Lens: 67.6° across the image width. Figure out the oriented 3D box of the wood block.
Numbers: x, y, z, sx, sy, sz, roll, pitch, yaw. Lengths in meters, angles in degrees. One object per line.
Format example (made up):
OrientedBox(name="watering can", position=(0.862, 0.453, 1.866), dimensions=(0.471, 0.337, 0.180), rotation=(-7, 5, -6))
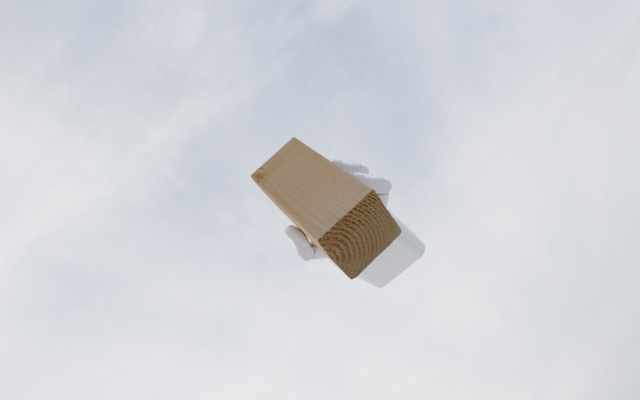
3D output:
OrientedBox(name="wood block", position=(0.000, 0.003, 0.644), dimensions=(0.090, 0.091, 0.206), rotation=(51, -8, -38))
